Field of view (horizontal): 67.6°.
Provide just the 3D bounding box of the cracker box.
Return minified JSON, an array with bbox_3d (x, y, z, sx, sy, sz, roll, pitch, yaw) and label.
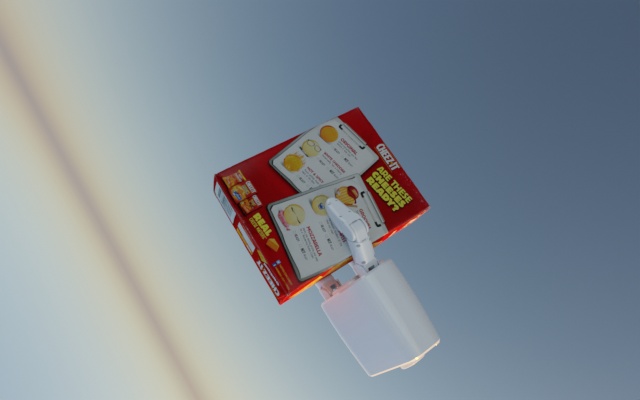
[{"bbox_3d":[0.000,0.002,0.593,0.213,0.164,0.072,-29,-12,-23],"label":"cracker box"}]
